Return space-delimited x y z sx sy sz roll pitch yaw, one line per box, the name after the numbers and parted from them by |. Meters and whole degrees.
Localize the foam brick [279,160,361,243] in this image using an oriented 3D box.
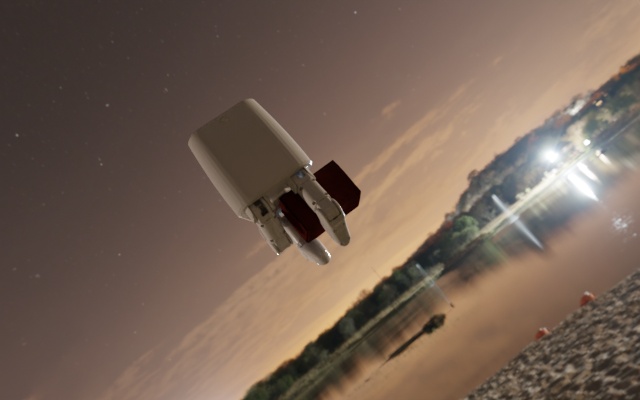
0.000 0.002 0.544 0.078 0.051 0.053 -36 -16 -13 | foam brick
